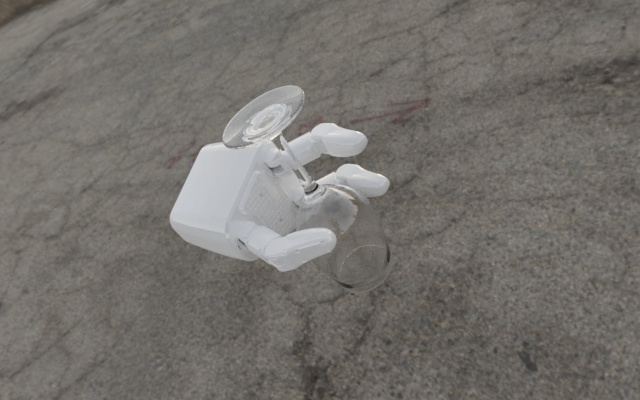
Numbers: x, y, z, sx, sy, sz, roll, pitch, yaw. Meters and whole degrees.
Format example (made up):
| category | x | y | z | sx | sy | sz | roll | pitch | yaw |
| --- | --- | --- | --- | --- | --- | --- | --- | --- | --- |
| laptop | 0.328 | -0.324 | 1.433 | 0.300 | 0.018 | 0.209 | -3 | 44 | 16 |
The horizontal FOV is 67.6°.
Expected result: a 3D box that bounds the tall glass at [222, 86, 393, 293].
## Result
| category | x | y | z | sx | sy | sz | roll | pitch | yaw |
| --- | --- | --- | --- | --- | --- | --- | --- | --- | --- |
| tall glass | 0.000 | 0.001 | 0.427 | 0.079 | 0.079 | 0.201 | 0 | -42 | 38 |
